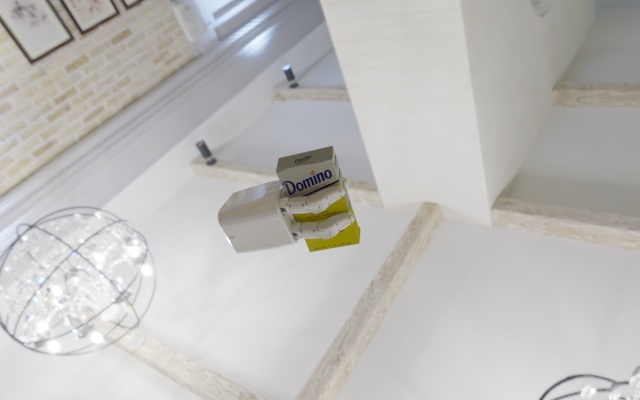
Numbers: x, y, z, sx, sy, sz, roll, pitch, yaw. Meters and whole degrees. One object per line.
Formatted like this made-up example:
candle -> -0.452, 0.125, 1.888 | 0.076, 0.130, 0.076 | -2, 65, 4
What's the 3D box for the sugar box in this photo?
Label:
sugar box -> 0.000, 0.003, 0.781 | 0.093, 0.176, 0.048 | -12, 37, 13
